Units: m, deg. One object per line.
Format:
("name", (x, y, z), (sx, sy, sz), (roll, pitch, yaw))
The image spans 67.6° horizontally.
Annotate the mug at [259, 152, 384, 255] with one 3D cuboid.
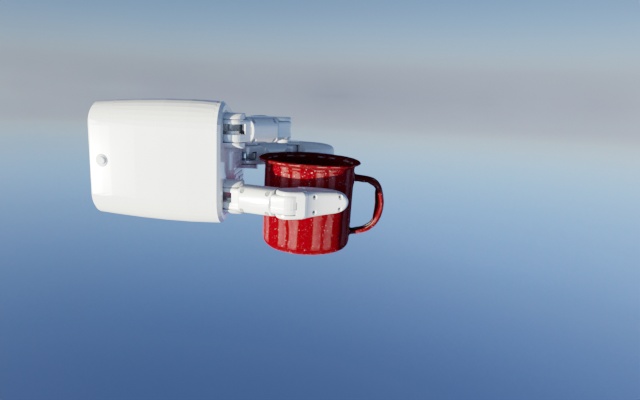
("mug", (0.002, 0.002, 0.445), (0.117, 0.081, 0.093), (4, 12, 1))
